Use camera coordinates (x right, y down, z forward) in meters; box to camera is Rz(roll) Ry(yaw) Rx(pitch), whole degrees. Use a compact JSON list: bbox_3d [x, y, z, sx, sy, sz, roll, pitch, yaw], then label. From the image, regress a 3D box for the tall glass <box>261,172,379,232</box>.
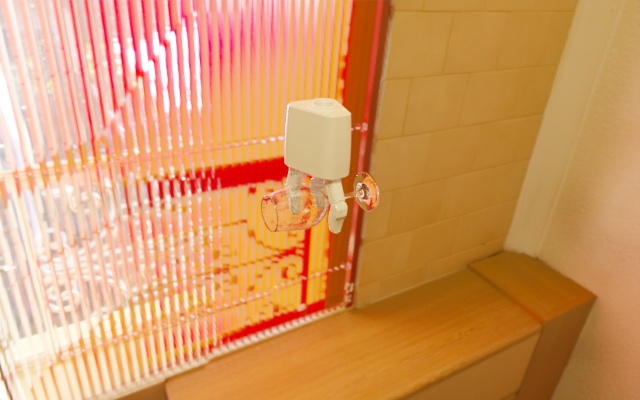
[{"bbox_3d":[0.001,0.003,0.828,0.201,0.079,0.079,-13,7,-29],"label":"tall glass"}]
